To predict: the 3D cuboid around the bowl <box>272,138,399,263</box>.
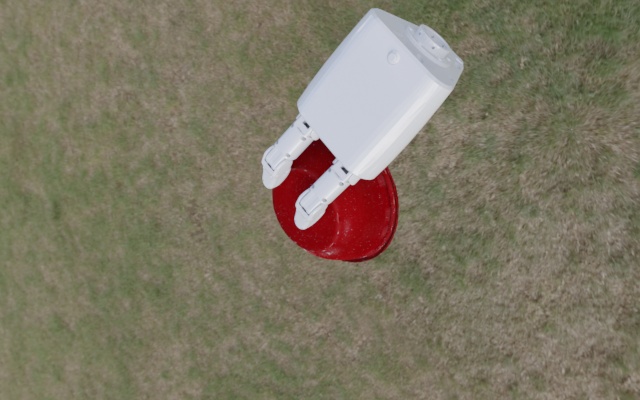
[{"bbox_3d":[-0.001,0.003,0.505,0.162,0.162,0.055,0,19,43],"label":"bowl"}]
